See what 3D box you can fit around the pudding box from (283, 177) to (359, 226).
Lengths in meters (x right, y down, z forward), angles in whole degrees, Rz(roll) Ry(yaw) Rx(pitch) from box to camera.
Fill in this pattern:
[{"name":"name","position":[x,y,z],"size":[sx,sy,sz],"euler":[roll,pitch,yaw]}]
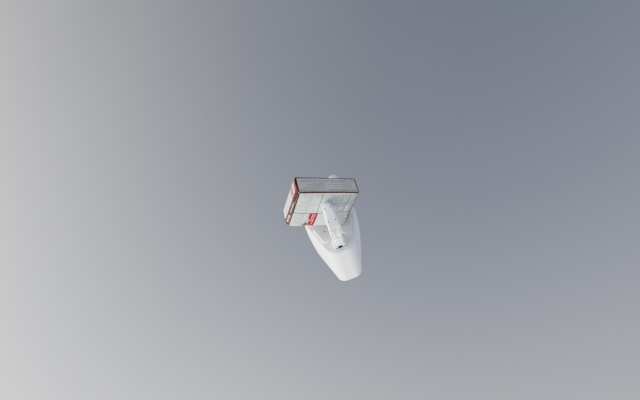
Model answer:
[{"name":"pudding box","position":[0.000,0.003,0.828],"size":[0.113,0.039,0.090],"euler":[-1,-42,-22]}]
